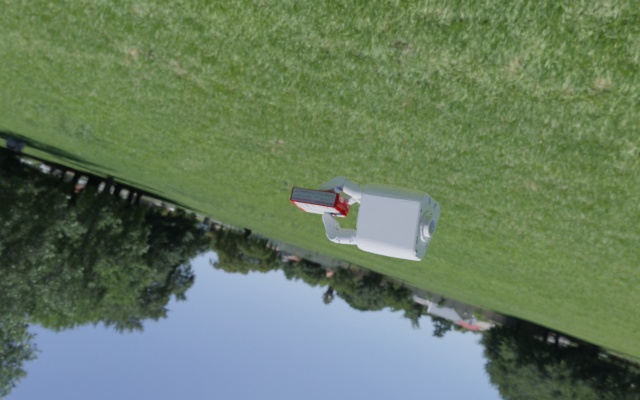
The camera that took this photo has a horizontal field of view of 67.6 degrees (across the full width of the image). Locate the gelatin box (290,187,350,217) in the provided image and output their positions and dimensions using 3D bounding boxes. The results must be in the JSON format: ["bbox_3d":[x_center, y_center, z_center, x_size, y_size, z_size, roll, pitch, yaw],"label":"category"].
[{"bbox_3d":[0.000,0.003,0.854,0.089,0.030,0.073,8,-12,21],"label":"gelatin box"}]
